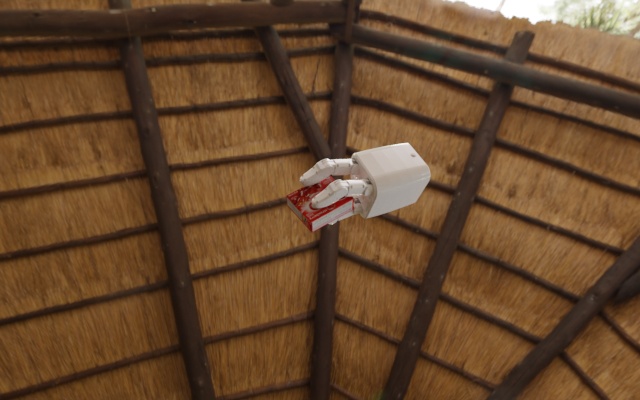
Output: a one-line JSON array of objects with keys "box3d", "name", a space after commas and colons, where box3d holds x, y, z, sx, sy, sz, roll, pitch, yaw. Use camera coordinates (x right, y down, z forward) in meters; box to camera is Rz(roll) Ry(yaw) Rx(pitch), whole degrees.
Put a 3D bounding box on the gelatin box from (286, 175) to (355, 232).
[{"box3d": [0.000, 0.003, 0.787, 0.089, 0.030, 0.073, -28, 52, -22], "name": "gelatin box"}]
